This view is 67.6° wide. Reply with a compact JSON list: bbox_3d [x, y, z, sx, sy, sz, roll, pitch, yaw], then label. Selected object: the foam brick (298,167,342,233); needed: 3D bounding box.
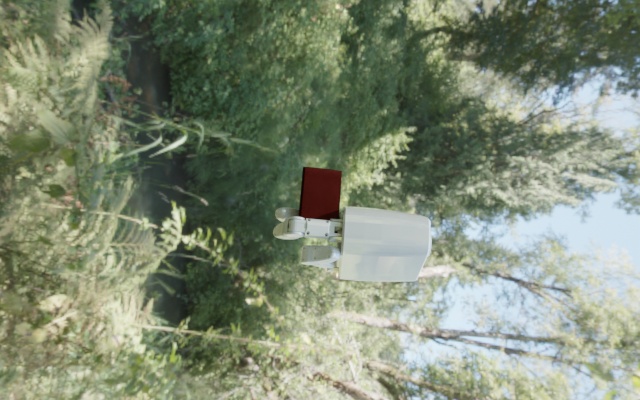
[{"bbox_3d":[0.000,0.002,0.628,0.051,0.078,0.053,4,-16,2],"label":"foam brick"}]
